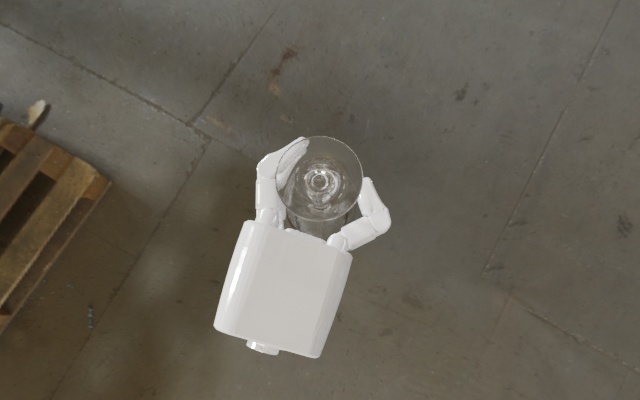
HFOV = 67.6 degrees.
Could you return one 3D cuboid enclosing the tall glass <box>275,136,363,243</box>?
[{"bbox_3d":[0.000,0.001,0.497,0.079,0.079,0.201,0,-11,1],"label":"tall glass"}]
